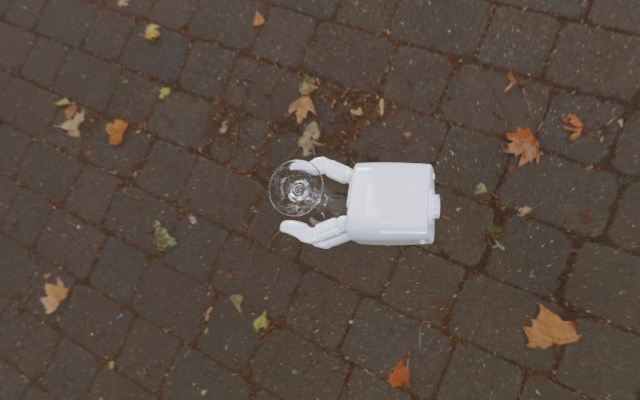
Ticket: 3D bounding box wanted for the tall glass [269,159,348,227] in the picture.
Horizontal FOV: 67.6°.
[{"bbox_3d":[0.000,0.002,0.697,0.079,0.079,0.201,0,-11,19],"label":"tall glass"}]
